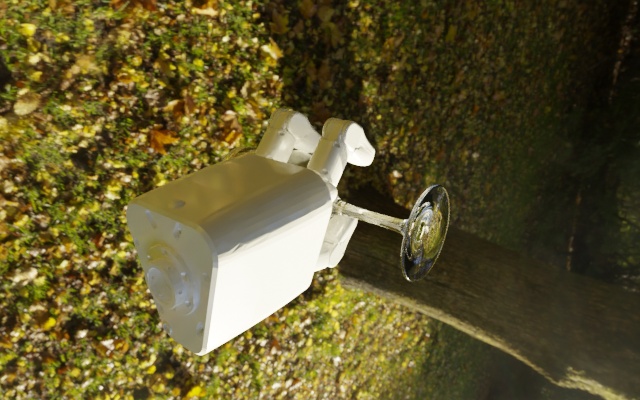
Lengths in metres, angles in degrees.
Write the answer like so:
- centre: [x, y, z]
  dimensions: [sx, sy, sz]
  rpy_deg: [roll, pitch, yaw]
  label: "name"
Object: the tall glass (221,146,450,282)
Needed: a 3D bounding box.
- centre: [0.001, 0.002, 0.406]
  dimensions: [0.201, 0.079, 0.079]
  rpy_deg: [17, 10, 35]
  label: "tall glass"
